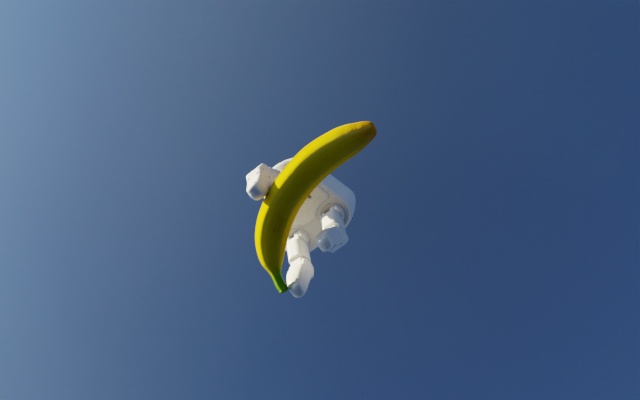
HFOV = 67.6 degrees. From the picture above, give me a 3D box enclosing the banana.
[{"bbox_3d":[-0.018,-0.005,0.490,0.069,0.198,0.037,30,12,5],"label":"banana"}]
